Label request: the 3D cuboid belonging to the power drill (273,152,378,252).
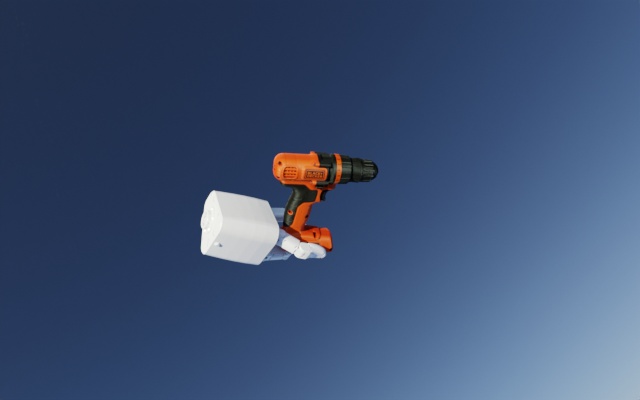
[{"bbox_3d":[0.000,0.003,0.851,0.184,0.188,0.057,3,29,-14],"label":"power drill"}]
